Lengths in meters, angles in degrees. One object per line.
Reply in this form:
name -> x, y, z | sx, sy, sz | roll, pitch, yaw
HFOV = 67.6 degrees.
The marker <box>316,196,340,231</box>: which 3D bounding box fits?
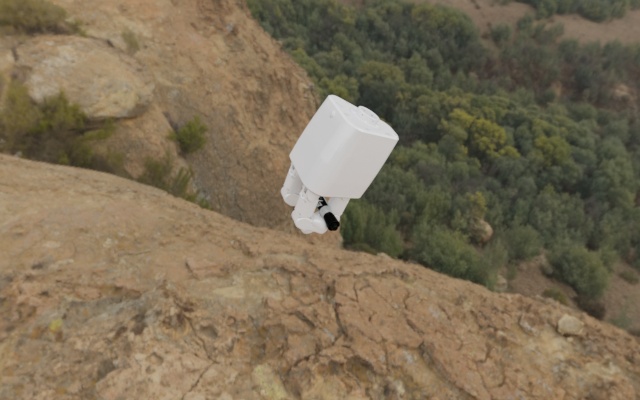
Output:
marker -> 0.000, 0.002, 0.716 | 0.020, 0.020, 0.121 | 0, 38, -26
